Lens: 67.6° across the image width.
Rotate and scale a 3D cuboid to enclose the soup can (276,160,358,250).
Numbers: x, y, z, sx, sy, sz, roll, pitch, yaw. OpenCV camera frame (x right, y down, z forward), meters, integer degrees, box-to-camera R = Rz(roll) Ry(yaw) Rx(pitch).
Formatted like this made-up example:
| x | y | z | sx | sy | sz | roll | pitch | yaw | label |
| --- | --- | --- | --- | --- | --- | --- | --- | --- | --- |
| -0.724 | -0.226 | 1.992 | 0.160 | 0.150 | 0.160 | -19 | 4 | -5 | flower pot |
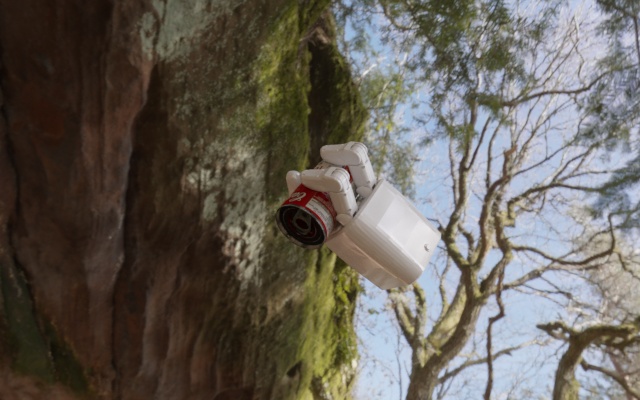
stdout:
| x | y | z | sx | sy | sz | roll | pitch | yaw | label |
| --- | --- | --- | --- | --- | --- | --- | --- | --- | --- |
| 0.000 | 0.001 | 0.592 | 0.068 | 0.068 | 0.102 | 0 | 37 | 38 | soup can |
